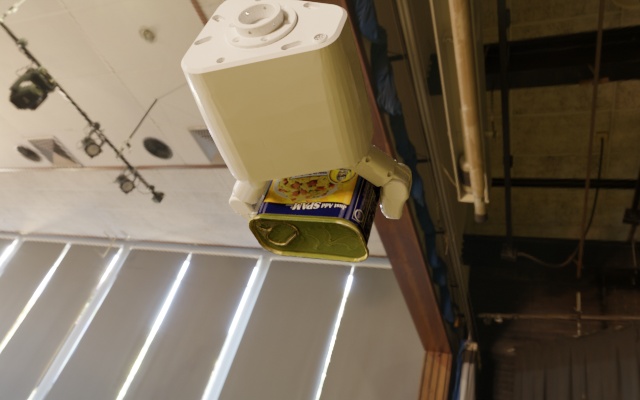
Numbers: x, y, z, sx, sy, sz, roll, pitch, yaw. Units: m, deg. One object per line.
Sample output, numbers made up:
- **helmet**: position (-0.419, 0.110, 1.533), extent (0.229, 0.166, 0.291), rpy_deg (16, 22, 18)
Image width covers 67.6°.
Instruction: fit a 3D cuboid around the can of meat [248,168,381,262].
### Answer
- **can of meat**: position (0.000, 0.001, 0.420), extent (0.102, 0.084, 0.057), rpy_deg (2, -38, 23)
